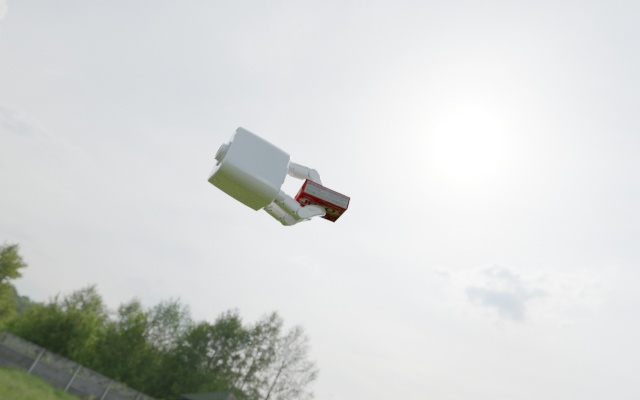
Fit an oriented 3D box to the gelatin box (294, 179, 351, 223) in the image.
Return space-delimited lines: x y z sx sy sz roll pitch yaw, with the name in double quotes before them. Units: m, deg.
"gelatin box" 0.001 0.003 0.860 0.089 0.030 0.073 22 -26 -8
